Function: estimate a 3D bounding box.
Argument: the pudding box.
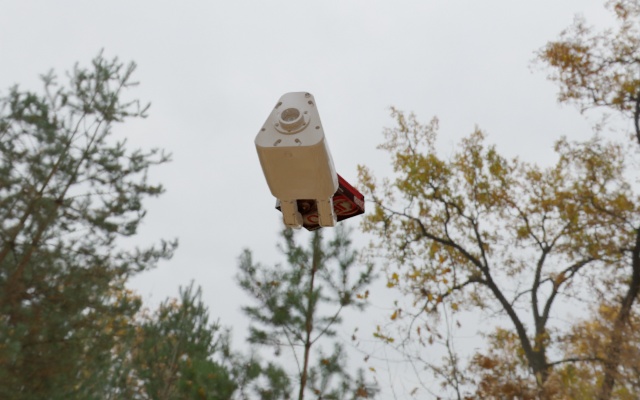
[{"bbox_3d":[0.000,0.002,0.746,0.113,0.039,0.090,-19,-40,33],"label":"pudding box"}]
